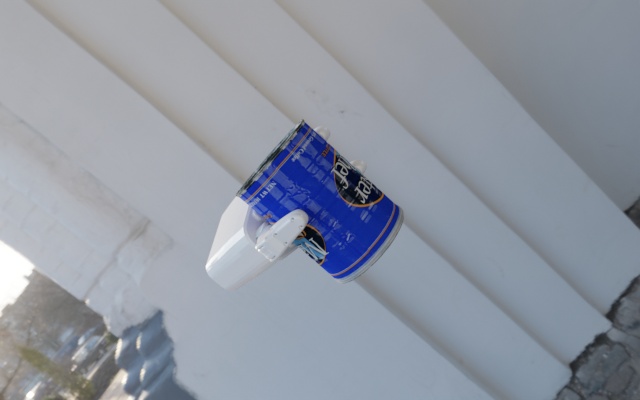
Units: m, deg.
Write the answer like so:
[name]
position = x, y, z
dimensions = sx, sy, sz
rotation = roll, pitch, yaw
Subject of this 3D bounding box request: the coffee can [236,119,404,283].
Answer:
[coffee can]
position = 0.000, 0.002, 0.491
dimensions = 0.140, 0.103, 0.103
rotation = 41, -9, -10
